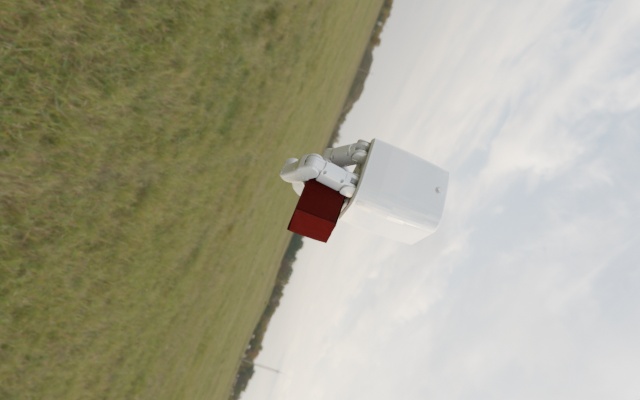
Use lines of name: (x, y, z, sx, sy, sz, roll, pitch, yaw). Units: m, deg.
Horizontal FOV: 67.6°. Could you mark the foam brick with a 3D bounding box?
foam brick: (0.000, 0.002, 0.575, 0.051, 0.078, 0.053, 22, -34, -2)
